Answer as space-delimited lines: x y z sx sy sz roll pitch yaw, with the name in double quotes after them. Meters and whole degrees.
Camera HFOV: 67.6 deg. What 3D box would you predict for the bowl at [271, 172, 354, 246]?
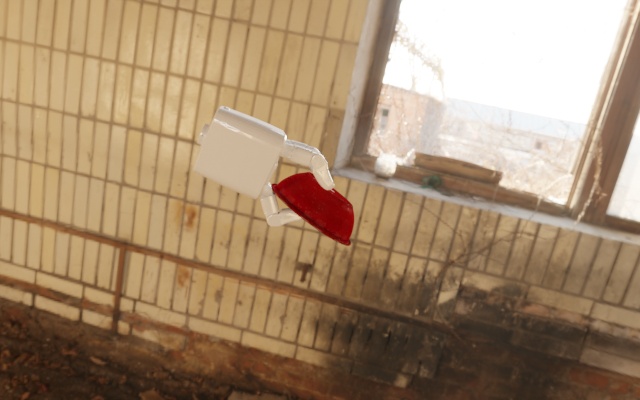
0.001 0.003 0.772 0.162 0.055 0.162 37 6 -5 "bowl"
